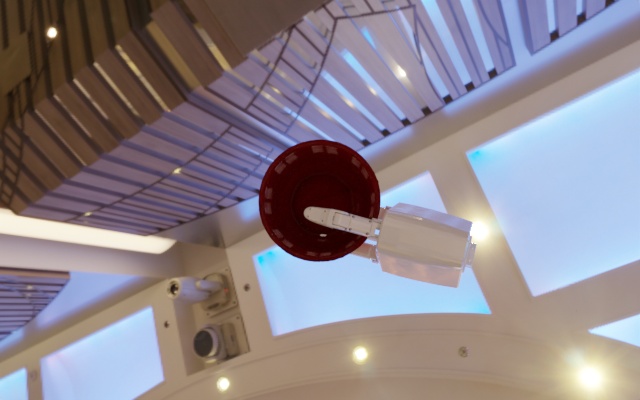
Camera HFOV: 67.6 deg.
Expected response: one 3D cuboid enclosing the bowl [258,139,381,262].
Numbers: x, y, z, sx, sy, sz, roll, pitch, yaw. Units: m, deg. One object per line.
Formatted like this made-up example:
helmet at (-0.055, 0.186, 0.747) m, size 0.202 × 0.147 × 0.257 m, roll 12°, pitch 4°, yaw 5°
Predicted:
bowl at (-0.001, 0.002, 0.649) m, size 0.162 × 0.162 × 0.055 m, roll 0°, pitch -6°, yaw 5°
